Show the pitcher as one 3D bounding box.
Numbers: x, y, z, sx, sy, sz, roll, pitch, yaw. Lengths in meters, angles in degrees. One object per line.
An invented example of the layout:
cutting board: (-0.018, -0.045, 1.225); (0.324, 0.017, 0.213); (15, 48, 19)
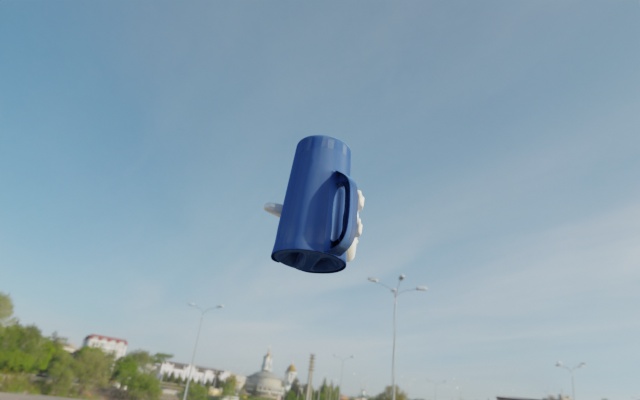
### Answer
pitcher: (0.000, 0.003, 0.874); (0.149, 0.242, 0.145); (4, -24, 8)
